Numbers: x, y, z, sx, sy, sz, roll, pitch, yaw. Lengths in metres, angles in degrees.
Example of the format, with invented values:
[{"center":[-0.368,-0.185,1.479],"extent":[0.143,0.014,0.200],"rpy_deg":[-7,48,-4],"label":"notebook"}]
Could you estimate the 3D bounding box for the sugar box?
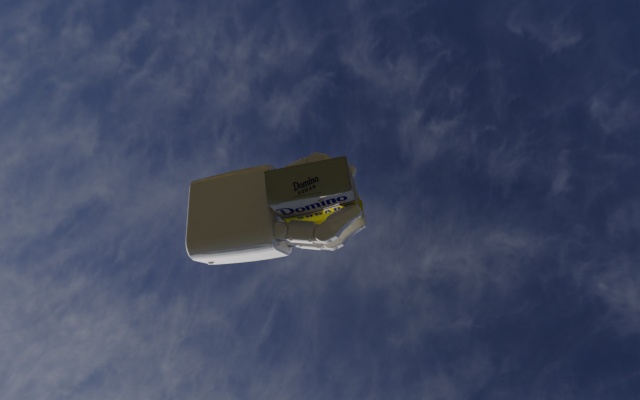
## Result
[{"center":[0.000,0.002,0.582],"extent":[0.093,0.048,0.176],"rpy_deg":[-10,-14,8],"label":"sugar box"}]
